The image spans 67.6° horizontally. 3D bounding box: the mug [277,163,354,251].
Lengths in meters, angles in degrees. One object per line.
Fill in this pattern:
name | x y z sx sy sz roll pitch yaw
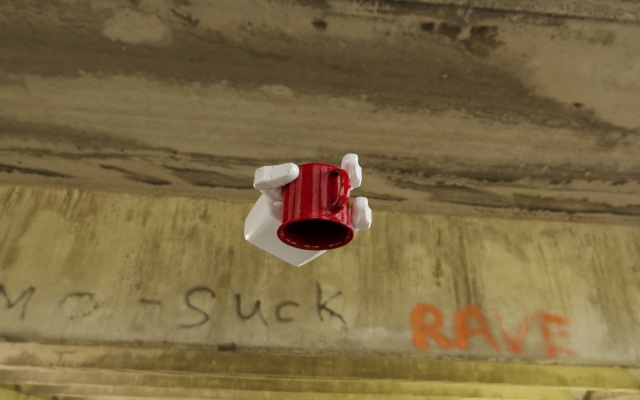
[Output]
mug | 0.001 0.001 0.581 0.093 0.081 0.117 15 -32 -23
